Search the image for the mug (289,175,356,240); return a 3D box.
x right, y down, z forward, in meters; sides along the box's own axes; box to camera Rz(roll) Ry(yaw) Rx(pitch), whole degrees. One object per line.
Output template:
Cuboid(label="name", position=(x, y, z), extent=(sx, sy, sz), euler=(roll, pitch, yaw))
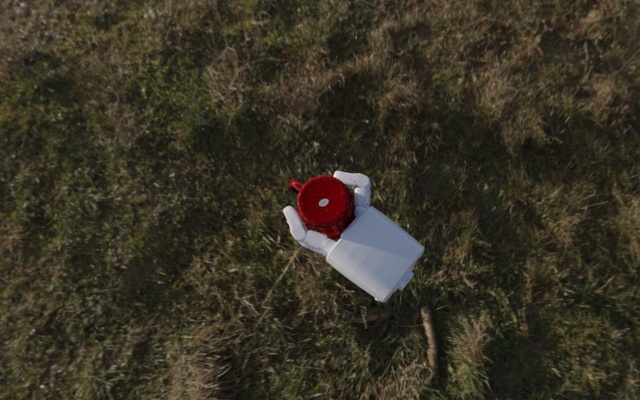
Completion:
Cuboid(label="mug", position=(-0.001, 0.002, 0.747), extent=(0.117, 0.093, 0.081), euler=(36, -6, 14))
